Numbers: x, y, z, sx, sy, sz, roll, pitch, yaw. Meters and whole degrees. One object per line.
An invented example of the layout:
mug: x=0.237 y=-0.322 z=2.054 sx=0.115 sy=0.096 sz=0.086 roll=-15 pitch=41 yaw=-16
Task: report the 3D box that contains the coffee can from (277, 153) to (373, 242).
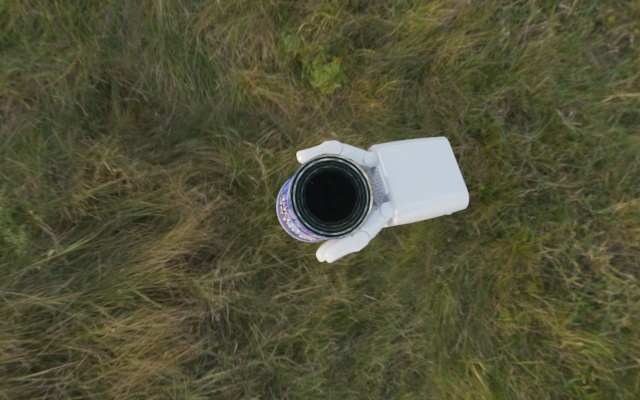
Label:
coffee can: x=0.000 y=0.002 z=0.627 sx=0.103 sy=0.103 sz=0.140 roll=0 pitch=-6 yaw=-11
